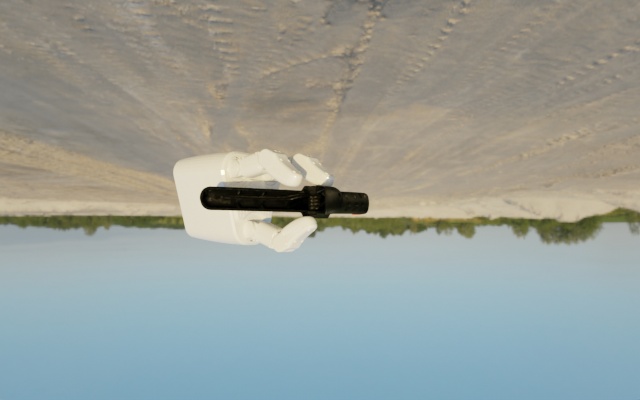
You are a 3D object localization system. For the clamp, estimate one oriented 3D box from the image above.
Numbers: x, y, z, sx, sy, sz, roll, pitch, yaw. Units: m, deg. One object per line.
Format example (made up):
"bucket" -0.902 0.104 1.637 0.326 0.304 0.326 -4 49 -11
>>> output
"clamp" 0.000 0.003 0.525 0.164 0.036 0.210 2 -1 39
